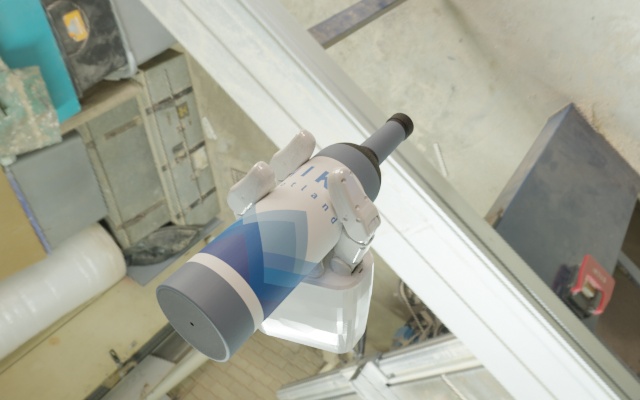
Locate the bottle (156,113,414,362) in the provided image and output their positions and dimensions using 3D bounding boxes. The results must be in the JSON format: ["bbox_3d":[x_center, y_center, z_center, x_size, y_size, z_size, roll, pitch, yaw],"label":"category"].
[{"bbox_3d":[0.000,0.001,0.400,0.069,0.069,0.295,0,33,43],"label":"bottle"}]
